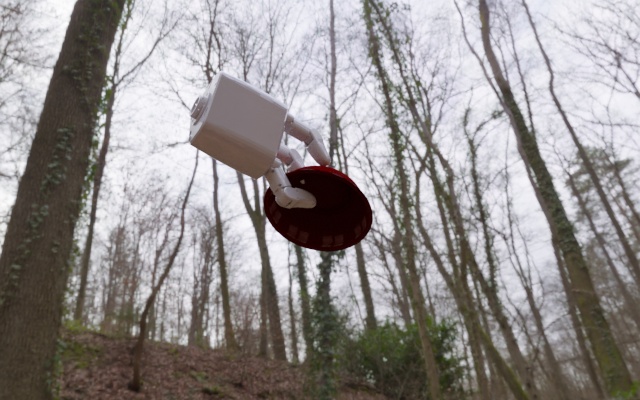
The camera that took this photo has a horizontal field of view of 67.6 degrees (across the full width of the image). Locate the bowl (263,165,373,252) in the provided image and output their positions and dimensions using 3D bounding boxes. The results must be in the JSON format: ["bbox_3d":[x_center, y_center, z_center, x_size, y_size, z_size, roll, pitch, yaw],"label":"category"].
[{"bbox_3d":[0.001,0.003,0.710,0.162,0.162,0.055,0,41,14],"label":"bowl"}]
